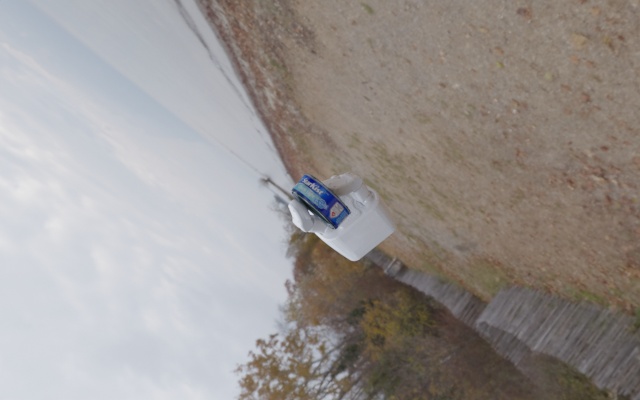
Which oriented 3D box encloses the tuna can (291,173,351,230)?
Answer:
[{"bbox_3d":[0.000,0.003,0.672,0.086,0.034,0.086,41,-7,6],"label":"tuna can"}]
